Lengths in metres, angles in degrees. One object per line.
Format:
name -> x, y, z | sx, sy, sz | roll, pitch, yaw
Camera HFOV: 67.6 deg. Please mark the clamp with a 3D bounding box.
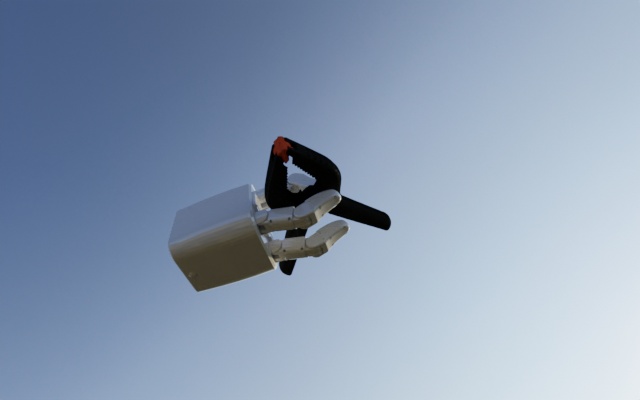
clamp -> 0.000, 0.001, 0.594 | 0.164, 0.210, 0.036 | -21, 44, -2
